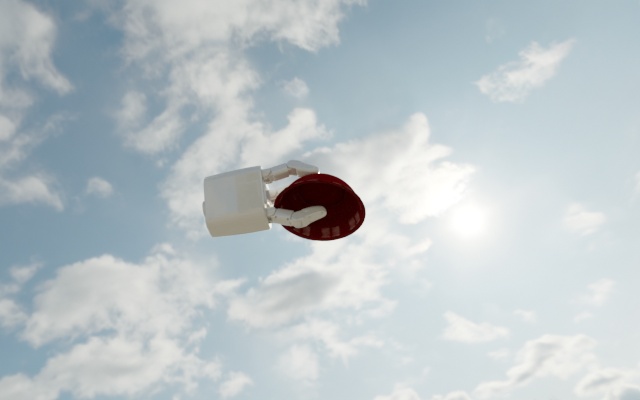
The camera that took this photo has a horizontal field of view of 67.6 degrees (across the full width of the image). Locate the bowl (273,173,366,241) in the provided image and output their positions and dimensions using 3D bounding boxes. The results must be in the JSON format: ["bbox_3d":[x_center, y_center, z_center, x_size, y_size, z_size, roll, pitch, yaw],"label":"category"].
[{"bbox_3d":[0.001,0.003,0.849,0.162,0.055,0.162,3,-42,3],"label":"bowl"}]
